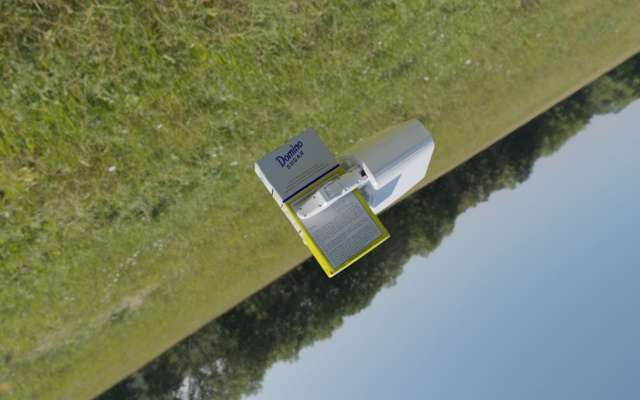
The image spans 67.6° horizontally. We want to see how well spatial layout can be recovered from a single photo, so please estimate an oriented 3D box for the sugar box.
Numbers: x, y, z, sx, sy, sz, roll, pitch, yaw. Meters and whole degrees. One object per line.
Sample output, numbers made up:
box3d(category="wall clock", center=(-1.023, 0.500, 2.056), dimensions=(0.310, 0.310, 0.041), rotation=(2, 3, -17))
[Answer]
box3d(category="sugar box", center=(0.000, 0.002, 0.625), dimensions=(0.093, 0.176, 0.048), rotation=(-33, -8, -13))
